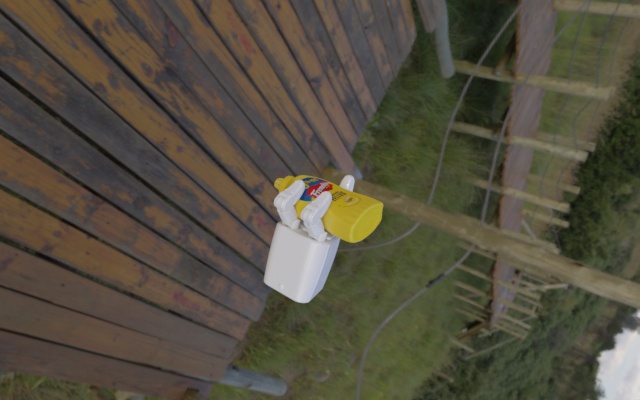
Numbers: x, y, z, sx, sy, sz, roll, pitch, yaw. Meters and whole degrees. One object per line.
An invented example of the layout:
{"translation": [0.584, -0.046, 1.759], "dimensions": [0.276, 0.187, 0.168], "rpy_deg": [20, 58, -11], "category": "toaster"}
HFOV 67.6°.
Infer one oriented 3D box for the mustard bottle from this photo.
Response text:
{"translation": [0.000, 0.002, 0.788], "dimensions": [0.191, 0.058, 0.096], "rpy_deg": [23, 38, 31], "category": "mustard bottle"}
